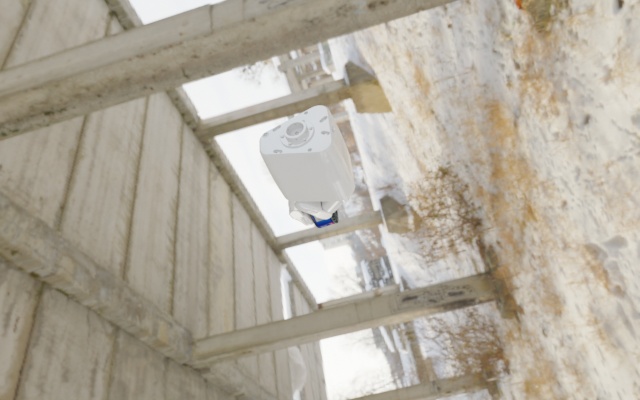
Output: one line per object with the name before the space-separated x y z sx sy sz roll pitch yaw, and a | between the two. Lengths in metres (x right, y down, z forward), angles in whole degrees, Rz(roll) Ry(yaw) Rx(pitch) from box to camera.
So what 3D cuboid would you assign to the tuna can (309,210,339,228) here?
tuna can | 0.000 0.003 0.804 0.034 0.086 0.086 -19 -4 11
